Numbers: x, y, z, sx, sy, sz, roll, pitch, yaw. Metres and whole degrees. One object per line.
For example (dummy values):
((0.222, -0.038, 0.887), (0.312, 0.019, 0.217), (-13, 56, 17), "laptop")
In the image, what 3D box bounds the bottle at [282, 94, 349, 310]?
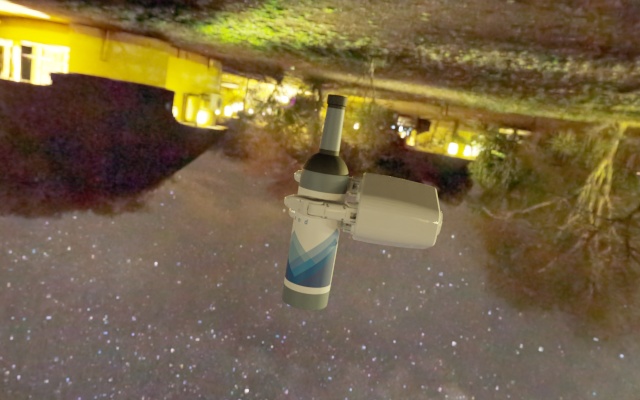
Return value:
((0.000, 0.002, 0.666), (0.069, 0.296, 0.069), (9, 10, -2), "bottle")
